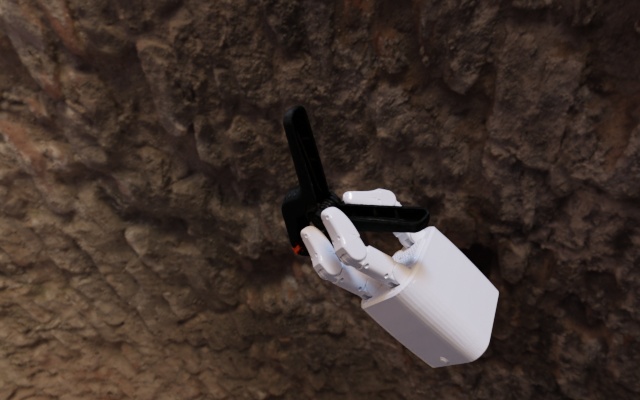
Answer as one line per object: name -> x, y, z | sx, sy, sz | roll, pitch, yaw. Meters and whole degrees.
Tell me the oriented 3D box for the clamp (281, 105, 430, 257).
clamp -> 0.001, 0.002, 0.509 | 0.036, 0.164, 0.210 | -46, 1, -32
